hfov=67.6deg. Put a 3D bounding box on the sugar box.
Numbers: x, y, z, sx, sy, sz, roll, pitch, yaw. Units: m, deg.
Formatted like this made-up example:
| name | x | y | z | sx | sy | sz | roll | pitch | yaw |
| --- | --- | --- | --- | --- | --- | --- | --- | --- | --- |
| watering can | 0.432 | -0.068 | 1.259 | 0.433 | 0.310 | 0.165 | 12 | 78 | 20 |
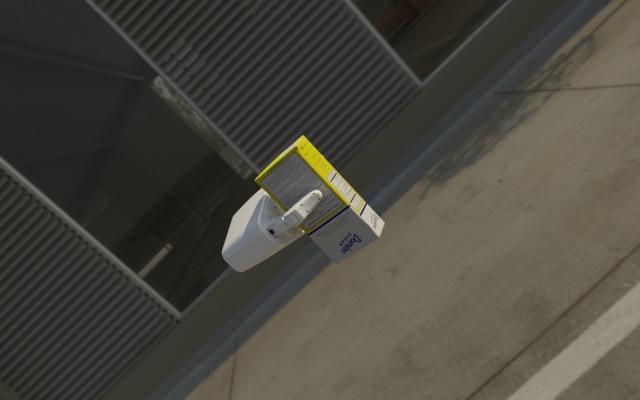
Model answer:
| name | x | y | z | sx | sy | sz | roll | pitch | yaw |
| --- | --- | --- | --- | --- | --- | --- | --- | --- | --- |
| sugar box | 0.000 | 0.002 | 0.691 | 0.093 | 0.176 | 0.048 | -36 | 14 | 34 |
